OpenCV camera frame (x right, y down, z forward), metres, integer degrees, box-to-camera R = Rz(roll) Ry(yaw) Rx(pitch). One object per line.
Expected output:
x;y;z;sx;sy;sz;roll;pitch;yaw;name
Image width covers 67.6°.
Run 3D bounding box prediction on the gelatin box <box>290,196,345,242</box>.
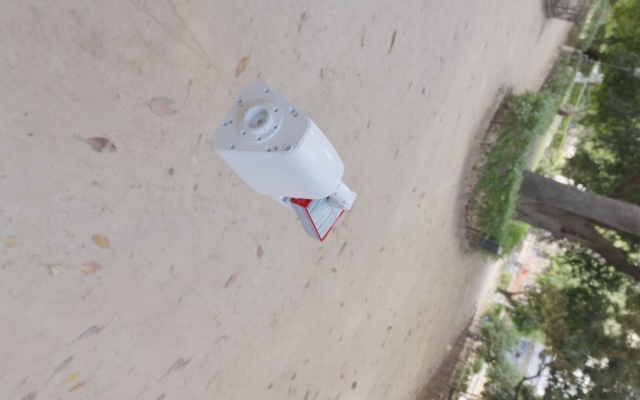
0.001;0.002;0.652;0.030;0.073;0.089;22;-26;31;gelatin box
